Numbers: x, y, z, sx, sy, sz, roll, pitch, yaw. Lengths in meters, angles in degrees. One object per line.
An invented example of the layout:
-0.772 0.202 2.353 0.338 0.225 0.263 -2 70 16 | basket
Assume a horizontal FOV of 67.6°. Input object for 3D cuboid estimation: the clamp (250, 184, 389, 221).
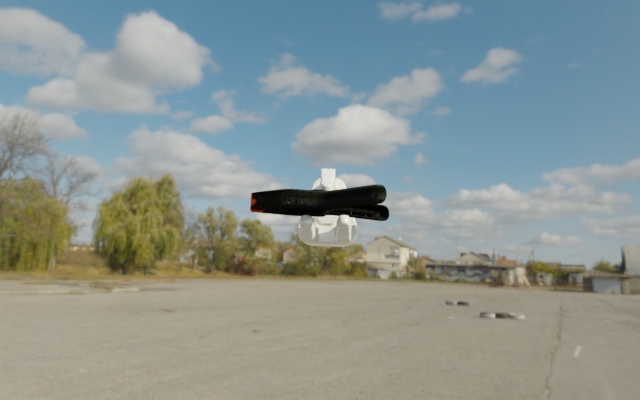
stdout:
0.000 0.001 0.682 0.210 0.036 0.164 2 -12 3 | clamp
